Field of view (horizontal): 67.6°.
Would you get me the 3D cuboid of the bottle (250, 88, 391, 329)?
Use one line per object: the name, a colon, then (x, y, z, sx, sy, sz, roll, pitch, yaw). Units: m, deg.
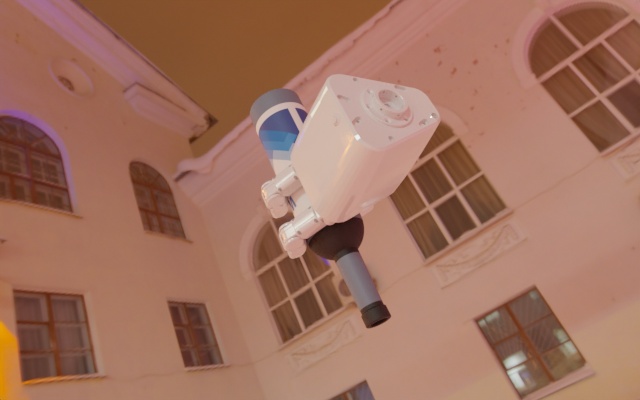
bottle: (0.000, 0.002, 0.535, 0.069, 0.295, 0.069, -20, -27, -11)
